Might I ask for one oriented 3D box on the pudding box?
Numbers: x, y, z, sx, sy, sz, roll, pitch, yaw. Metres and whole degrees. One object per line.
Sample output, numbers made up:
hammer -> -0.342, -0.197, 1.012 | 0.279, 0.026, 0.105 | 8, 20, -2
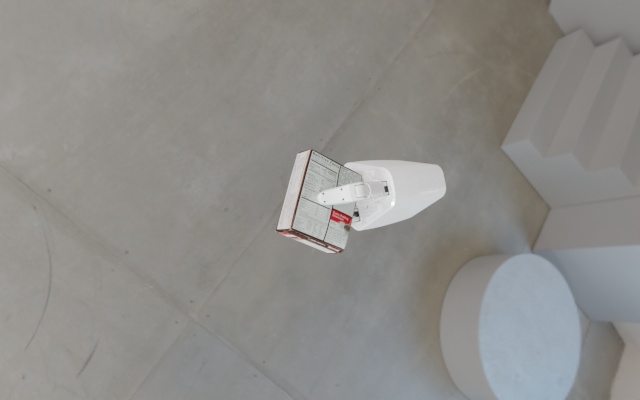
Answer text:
pudding box -> 0.000, 0.002, 0.615 | 0.090, 0.113, 0.039 | 25, -22, -30
